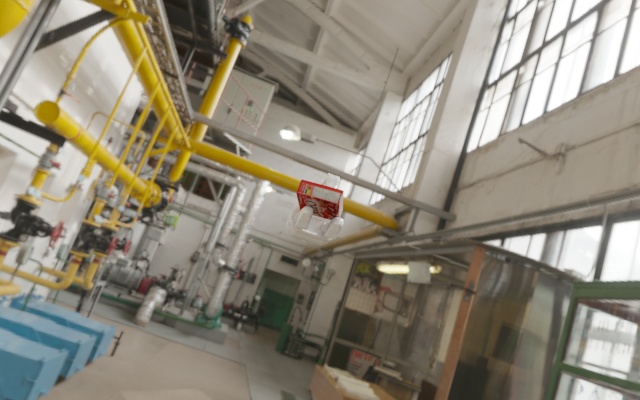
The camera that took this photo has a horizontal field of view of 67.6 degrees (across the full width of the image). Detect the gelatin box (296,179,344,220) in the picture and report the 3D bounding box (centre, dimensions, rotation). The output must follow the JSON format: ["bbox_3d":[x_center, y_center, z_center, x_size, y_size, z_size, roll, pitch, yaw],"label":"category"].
[{"bbox_3d":[0.000,0.002,0.806,0.073,0.030,0.089,16,-21,8],"label":"gelatin box"}]
